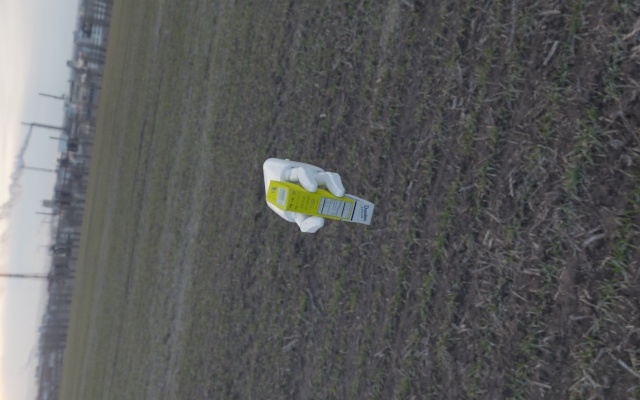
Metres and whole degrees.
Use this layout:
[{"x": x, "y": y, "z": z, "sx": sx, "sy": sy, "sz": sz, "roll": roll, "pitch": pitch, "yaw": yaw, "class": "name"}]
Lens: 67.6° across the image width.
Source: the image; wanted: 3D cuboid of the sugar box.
[{"x": 0.000, "y": 0.002, "z": 0.867, "sx": 0.176, "sy": 0.048, "sz": 0.093, "roll": 7, "pitch": 9, "yaw": -28, "class": "sugar box"}]
